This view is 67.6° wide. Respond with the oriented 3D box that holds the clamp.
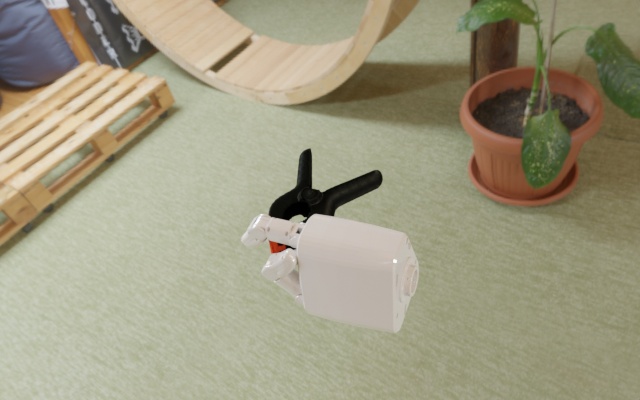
[{"bbox_3d":[0.000,0.002,0.587,0.120,0.171,0.039,9,-40,24],"label":"clamp"}]
